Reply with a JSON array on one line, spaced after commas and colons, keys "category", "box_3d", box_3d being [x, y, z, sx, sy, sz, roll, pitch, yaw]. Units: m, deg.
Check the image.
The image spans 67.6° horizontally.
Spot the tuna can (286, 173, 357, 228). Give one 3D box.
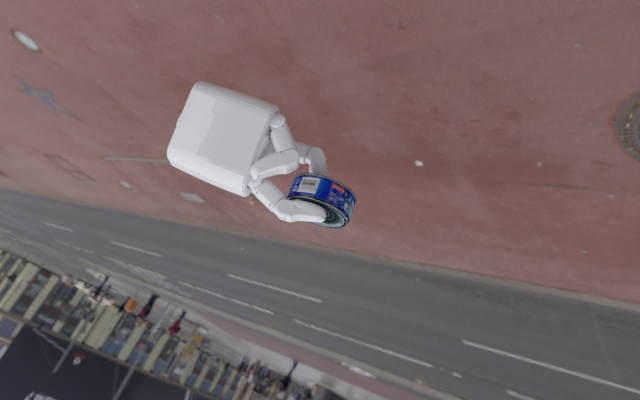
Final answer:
[{"category": "tuna can", "box_3d": [0.000, 0.002, 0.603, 0.086, 0.033, 0.086, 17, -23, 8]}]
